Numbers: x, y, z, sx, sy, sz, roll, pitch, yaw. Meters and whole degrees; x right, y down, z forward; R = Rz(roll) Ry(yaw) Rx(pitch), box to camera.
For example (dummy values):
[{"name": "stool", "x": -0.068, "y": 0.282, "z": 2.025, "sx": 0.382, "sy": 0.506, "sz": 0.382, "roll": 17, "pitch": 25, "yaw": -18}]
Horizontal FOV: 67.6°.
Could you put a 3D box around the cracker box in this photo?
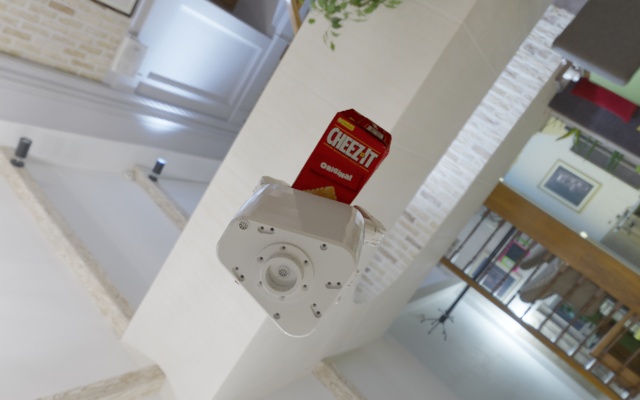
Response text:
[{"name": "cracker box", "x": 0.000, "y": 0.002, "z": 0.561, "sx": 0.072, "sy": 0.214, "sz": 0.164, "roll": 33, "pitch": 15, "yaw": 0}]
